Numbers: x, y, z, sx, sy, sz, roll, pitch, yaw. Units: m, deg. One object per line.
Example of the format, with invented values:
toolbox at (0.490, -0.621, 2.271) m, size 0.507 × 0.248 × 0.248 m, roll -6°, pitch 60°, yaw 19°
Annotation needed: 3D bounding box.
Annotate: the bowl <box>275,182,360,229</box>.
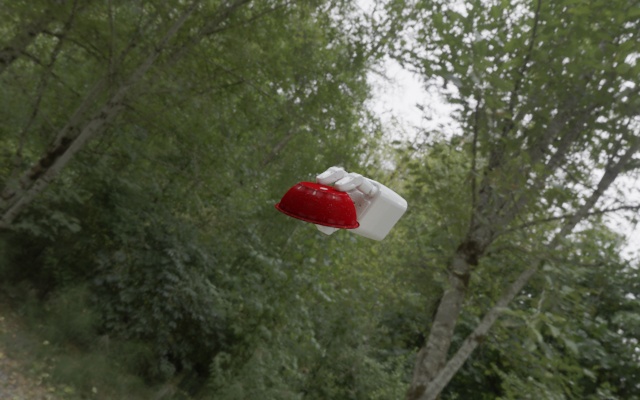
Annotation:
bowl at (-0.001, 0.002, 0.878) m, size 0.162 × 0.055 × 0.162 m, roll 13°, pitch 9°, yaw -2°
